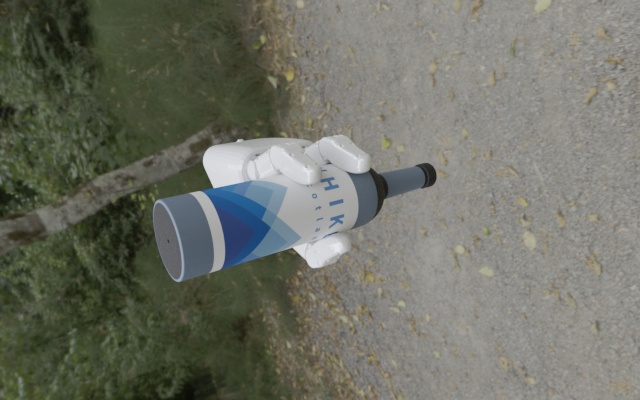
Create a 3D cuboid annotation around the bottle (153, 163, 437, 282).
[{"bbox_3d":[0.000,0.002,0.452,0.295,0.069,0.069,-14,8,-33],"label":"bottle"}]
